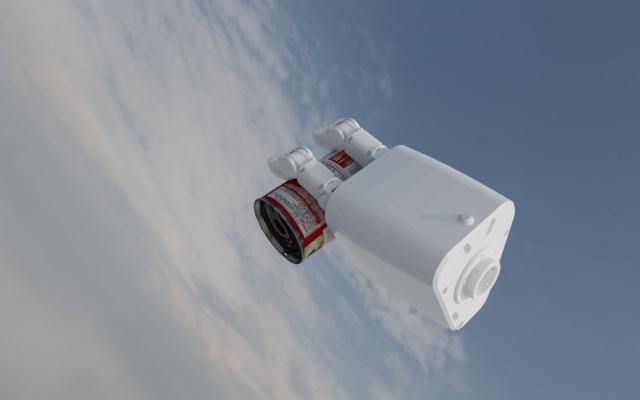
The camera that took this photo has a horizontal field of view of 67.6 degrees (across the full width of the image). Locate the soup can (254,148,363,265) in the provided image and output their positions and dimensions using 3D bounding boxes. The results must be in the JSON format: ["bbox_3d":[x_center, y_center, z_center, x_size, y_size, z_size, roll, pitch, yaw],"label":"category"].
[{"bbox_3d":[0.000,0.001,0.435,0.102,0.068,0.068,-35,16,-25],"label":"soup can"}]
